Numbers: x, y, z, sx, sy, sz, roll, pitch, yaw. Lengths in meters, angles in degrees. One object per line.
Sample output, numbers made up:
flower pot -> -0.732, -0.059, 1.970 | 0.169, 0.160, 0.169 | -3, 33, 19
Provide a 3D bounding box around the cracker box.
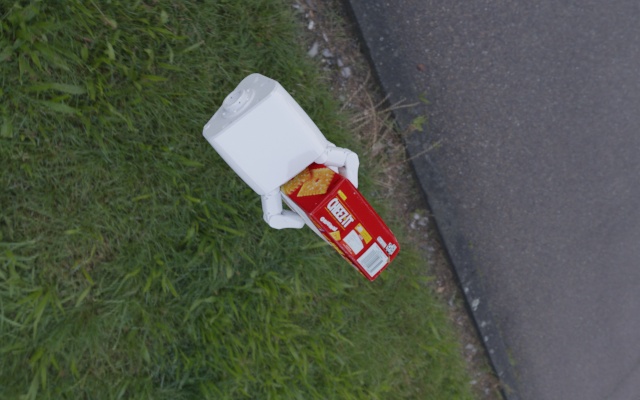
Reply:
cracker box -> 0.000, 0.002, 0.692 | 0.164, 0.072, 0.213 | 48, -6, -37
